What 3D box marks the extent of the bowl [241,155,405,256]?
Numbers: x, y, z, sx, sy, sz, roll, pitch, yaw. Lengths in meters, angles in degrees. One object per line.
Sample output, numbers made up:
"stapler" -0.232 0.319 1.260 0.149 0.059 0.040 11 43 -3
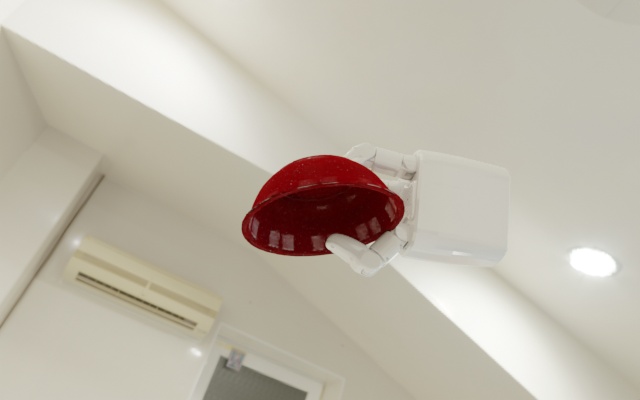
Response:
"bowl" -0.001 0.001 0.481 0.162 0.055 0.162 -7 -28 -4
